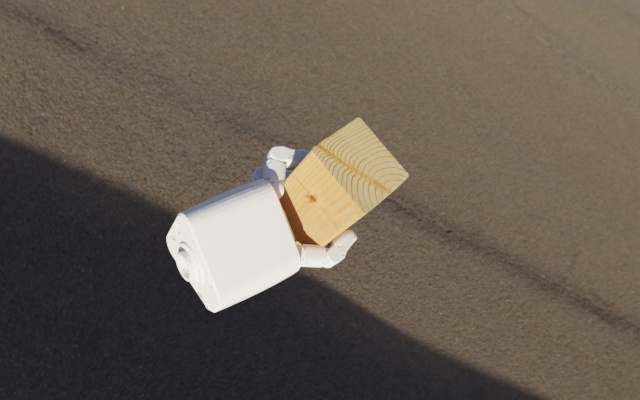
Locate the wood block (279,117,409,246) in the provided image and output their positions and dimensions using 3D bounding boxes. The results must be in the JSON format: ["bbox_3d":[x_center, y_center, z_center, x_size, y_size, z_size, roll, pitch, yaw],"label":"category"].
[{"bbox_3d":[0.000,0.002,0.596,0.090,0.091,0.206,-38,-3,-37],"label":"wood block"}]
